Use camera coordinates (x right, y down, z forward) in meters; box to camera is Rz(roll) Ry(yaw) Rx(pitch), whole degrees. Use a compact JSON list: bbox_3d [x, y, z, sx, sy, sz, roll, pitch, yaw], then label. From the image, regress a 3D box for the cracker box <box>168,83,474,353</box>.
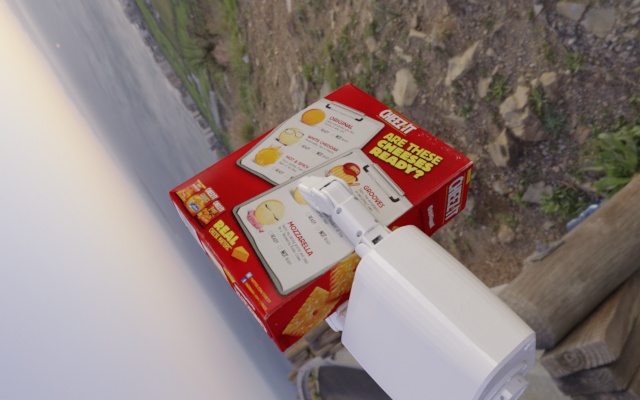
[{"bbox_3d":[0.000,0.001,0.431,0.213,0.072,0.164,-34,53,-18],"label":"cracker box"}]
